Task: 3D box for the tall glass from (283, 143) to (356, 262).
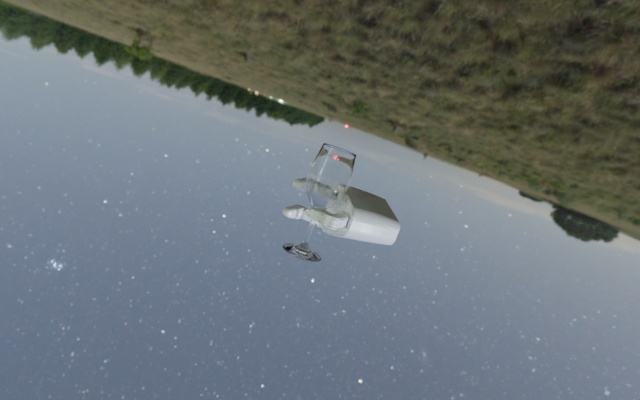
[{"bbox_3d":[0.000,0.003,0.847,0.079,0.201,0.079,19,10,-4],"label":"tall glass"}]
